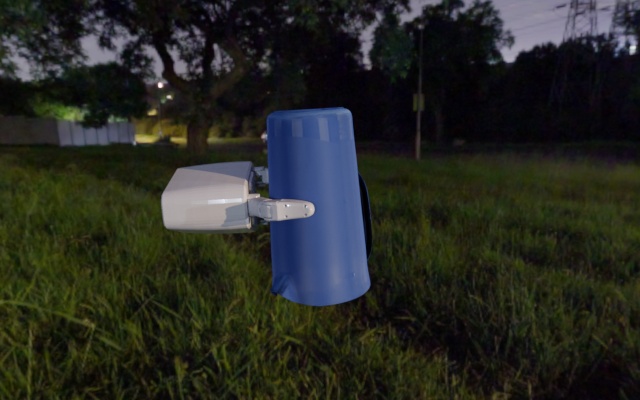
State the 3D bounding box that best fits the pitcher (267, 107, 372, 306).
[{"bbox_3d":[0.000,0.002,0.631,0.145,0.243,0.149,-3,11,1],"label":"pitcher"}]
